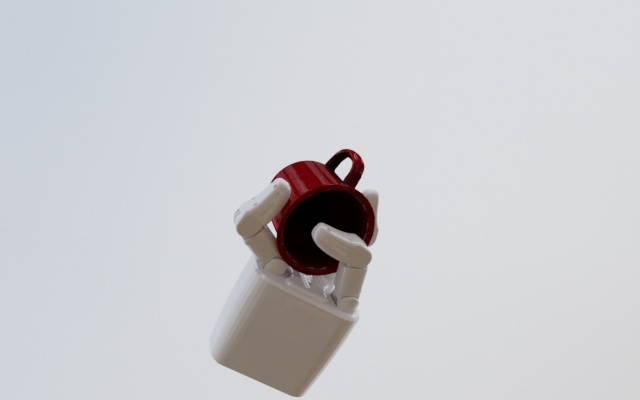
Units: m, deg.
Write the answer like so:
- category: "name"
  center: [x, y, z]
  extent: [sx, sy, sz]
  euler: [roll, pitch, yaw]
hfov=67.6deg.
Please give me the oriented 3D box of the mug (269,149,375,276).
- category: "mug"
  center: [0.001, 0.000, 0.457]
  extent: [0.093, 0.117, 0.081]
  euler: [24, 15, -28]
